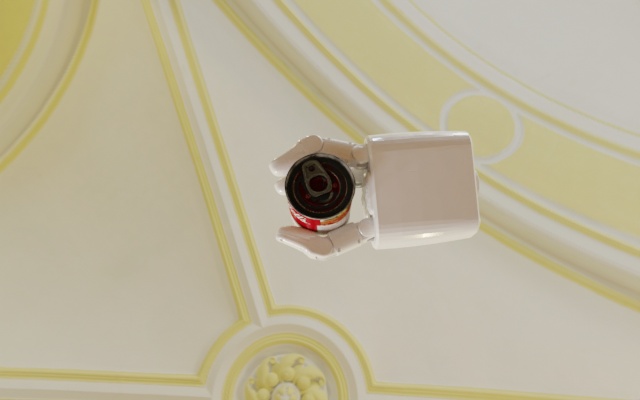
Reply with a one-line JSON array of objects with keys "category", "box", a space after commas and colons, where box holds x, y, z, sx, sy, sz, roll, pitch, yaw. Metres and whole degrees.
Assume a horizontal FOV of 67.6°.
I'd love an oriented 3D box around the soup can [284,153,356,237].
[{"category": "soup can", "box": [0.000, 0.002, 0.500, 0.068, 0.068, 0.102, 0, -19, 1]}]
